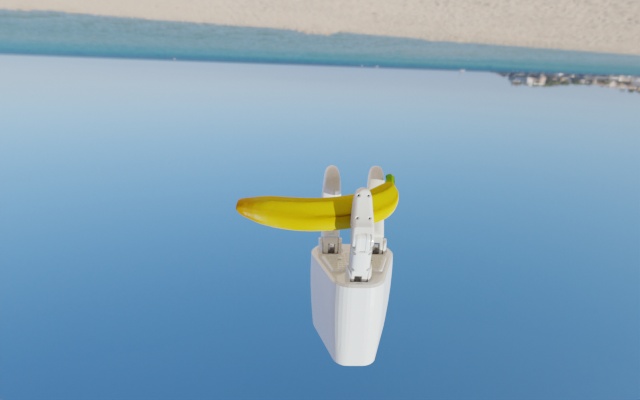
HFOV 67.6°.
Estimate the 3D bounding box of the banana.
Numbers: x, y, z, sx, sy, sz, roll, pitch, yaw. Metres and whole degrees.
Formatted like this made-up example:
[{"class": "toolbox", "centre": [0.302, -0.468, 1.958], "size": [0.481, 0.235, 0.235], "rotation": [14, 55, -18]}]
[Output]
[{"class": "banana", "centre": [0.011, 0.008, 0.522], "size": [0.198, 0.037, 0.069], "rotation": [-8, 24, -23]}]
